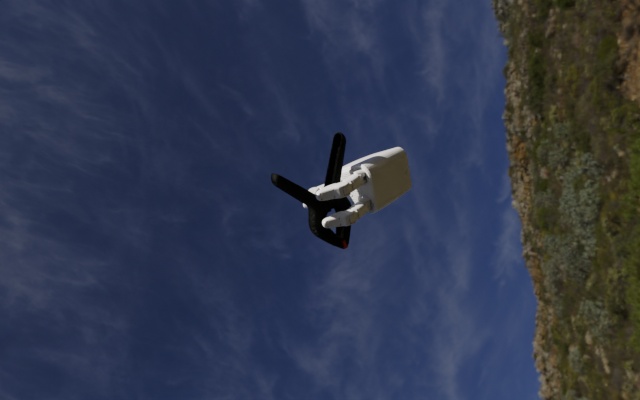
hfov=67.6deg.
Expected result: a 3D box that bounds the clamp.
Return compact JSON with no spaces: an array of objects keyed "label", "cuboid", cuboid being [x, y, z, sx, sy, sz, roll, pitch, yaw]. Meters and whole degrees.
[{"label":"clamp","cuboid":[0.000,0.003,0.853,0.164,0.210,0.036,-28,26,-30]}]
